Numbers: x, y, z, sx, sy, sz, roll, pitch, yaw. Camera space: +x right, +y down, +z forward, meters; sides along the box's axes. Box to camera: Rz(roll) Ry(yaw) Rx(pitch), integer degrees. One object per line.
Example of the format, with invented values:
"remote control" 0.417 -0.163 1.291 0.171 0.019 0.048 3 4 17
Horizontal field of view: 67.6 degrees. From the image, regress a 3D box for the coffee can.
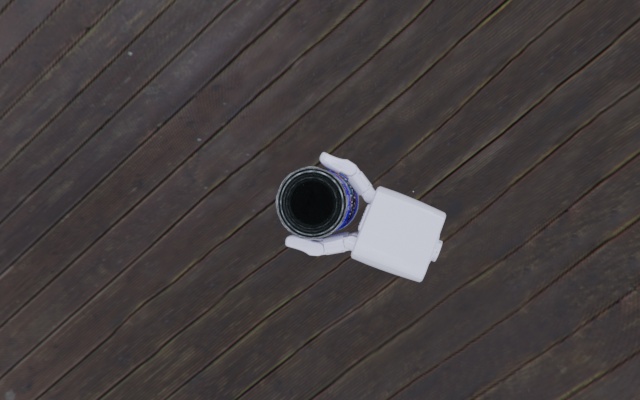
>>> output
"coffee can" 0.000 0.002 0.730 0.103 0.103 0.140 0 1 11
